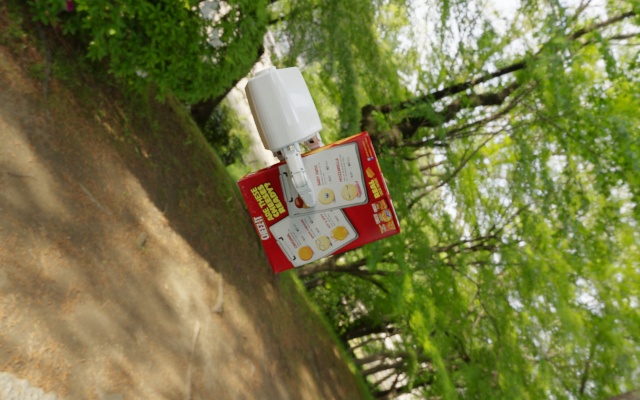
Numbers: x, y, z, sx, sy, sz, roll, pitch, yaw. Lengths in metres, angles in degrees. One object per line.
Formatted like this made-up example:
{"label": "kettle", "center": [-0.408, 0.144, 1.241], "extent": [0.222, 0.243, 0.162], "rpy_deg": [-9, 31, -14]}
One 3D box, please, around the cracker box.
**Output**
{"label": "cracker box", "center": [0.000, 0.002, 0.763], "extent": [0.214, 0.164, 0.072], "rpy_deg": [-19, 10, 8]}
